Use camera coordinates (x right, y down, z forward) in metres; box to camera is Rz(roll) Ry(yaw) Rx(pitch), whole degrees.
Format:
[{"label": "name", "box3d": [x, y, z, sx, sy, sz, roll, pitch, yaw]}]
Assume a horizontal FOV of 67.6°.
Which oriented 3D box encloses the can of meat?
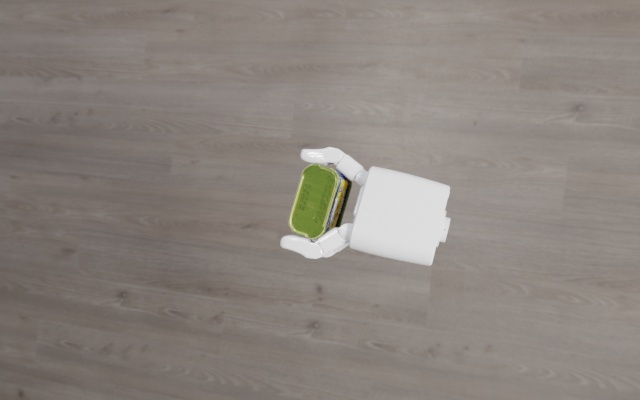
[{"label": "can of meat", "box3d": [0.000, 0.002, 0.654, 0.057, 0.102, 0.084, 17, 2, 13]}]
